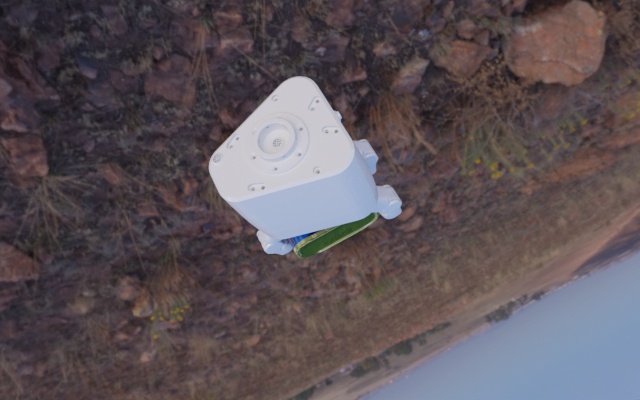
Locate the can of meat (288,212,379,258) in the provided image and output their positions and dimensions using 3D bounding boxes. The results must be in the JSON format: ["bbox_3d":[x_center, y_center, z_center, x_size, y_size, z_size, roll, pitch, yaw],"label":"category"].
[{"bbox_3d":[0.000,0.002,0.505,0.102,0.084,0.057,-29,-23,-1],"label":"can of meat"}]
